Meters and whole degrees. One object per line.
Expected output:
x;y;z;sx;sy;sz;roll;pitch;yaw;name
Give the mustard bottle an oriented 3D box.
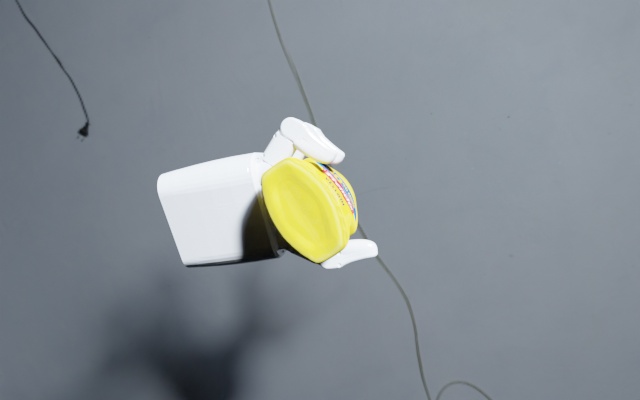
0.000;0.002;0.501;0.058;0.096;0.191;-34;-2;11;mustard bottle
